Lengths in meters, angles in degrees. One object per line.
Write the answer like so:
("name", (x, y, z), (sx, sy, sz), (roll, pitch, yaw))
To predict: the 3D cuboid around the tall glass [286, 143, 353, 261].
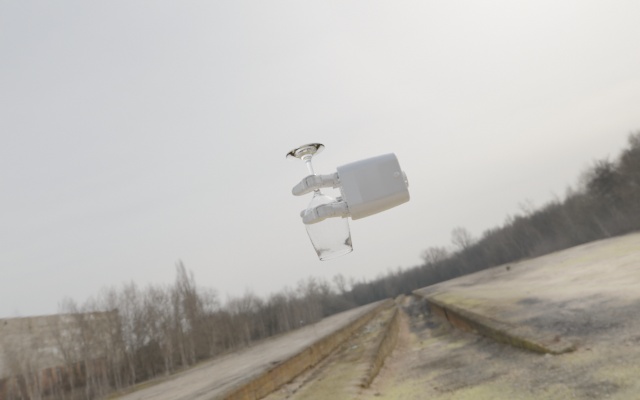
("tall glass", (0.000, 0.002, 0.854), (0.079, 0.201, 0.079), (-16, -13, -4))
